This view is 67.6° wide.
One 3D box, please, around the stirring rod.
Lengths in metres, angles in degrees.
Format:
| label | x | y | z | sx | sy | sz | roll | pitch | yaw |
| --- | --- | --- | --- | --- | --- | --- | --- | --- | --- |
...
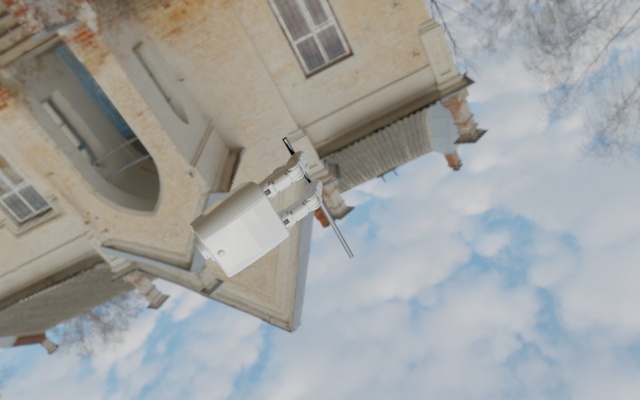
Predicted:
| label | x | y | z | sx | sy | sz | roll | pitch | yaw |
| --- | --- | --- | --- | --- | --- | --- | --- | --- | --- |
| stirring rod | 0.000 | 0.002 | 0.753 | 0.011 | 0.240 | 0.011 | -23 | 28 | 13 |
